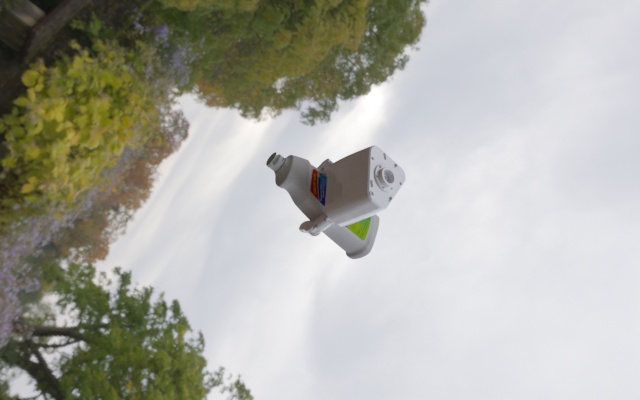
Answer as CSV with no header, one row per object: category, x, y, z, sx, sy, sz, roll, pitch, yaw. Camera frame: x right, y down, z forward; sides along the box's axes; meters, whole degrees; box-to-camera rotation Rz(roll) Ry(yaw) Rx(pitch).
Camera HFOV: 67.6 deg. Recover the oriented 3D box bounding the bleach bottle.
bleach bottle,0.000,0.003,0.889,0.251,0.102,0.068,38,-37,-24
